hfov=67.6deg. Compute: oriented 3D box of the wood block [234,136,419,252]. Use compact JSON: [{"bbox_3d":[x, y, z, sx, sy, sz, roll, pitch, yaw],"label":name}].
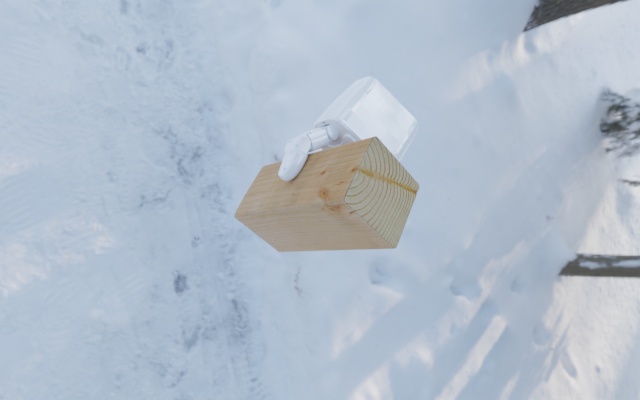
[{"bbox_3d":[0.000,0.001,0.578,0.206,0.090,0.091,-9,-44,48],"label":"wood block"}]
